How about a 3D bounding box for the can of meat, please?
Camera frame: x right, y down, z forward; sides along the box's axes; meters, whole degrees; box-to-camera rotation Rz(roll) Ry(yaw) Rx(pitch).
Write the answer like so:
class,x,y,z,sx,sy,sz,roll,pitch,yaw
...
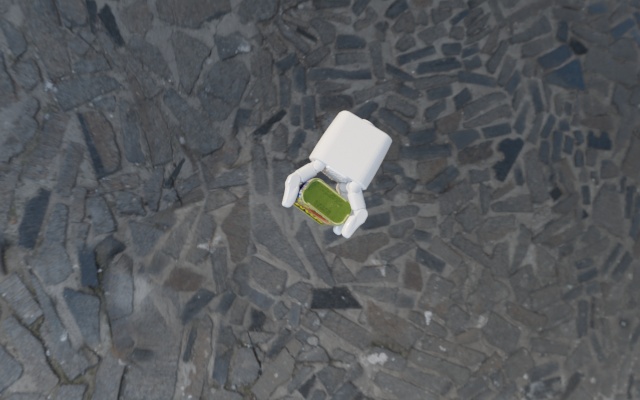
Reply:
class,x,y,z,sx,sy,sz,roll,pitch,yaw
can of meat,0.000,0.003,0.872,0.102,0.057,0.084,37,-10,-15
